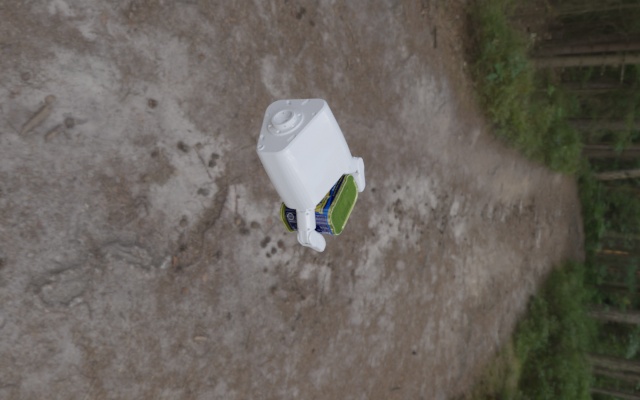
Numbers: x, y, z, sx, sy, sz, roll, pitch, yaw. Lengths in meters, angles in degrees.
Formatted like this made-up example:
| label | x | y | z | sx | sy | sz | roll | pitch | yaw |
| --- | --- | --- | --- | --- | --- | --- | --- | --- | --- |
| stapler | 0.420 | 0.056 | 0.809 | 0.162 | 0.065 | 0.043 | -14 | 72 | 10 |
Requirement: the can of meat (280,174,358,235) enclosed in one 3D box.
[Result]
| label | x | y | z | sx | sy | sz | roll | pitch | yaw |
| --- | --- | --- | --- | --- | --- | --- | --- | --- | --- |
| can of meat | 0.000 | 0.002 | 0.717 | 0.084 | 0.102 | 0.057 | 4 | -40 | 29 |
